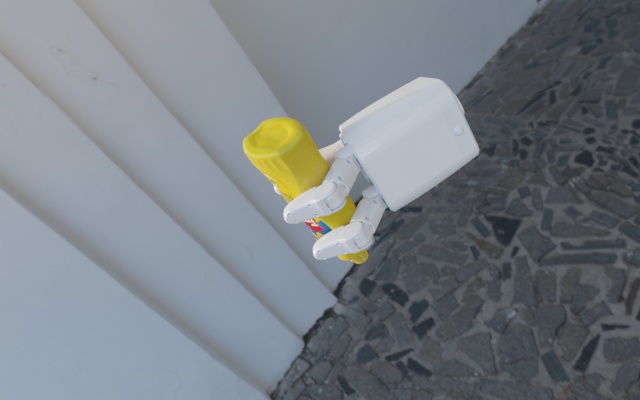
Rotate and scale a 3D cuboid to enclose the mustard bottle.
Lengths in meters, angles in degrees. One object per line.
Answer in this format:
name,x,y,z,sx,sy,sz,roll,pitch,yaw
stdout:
mustard bottle,0.000,0.002,0.509,0.096,0.058,0.192,24,-24,55
